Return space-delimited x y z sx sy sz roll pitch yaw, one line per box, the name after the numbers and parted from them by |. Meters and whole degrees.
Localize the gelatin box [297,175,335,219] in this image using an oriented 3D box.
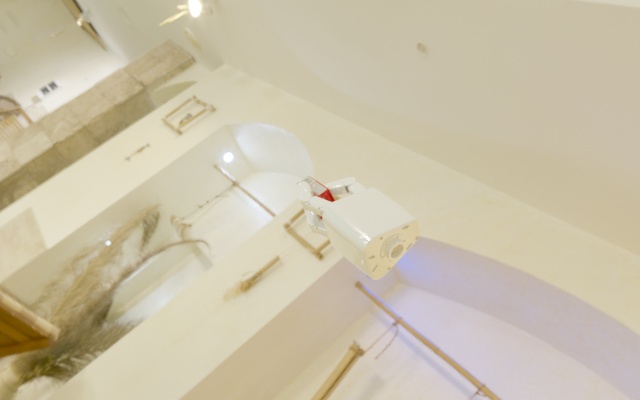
0.000 0.002 0.850 0.030 0.073 0.089 -35 31 -11 | gelatin box
